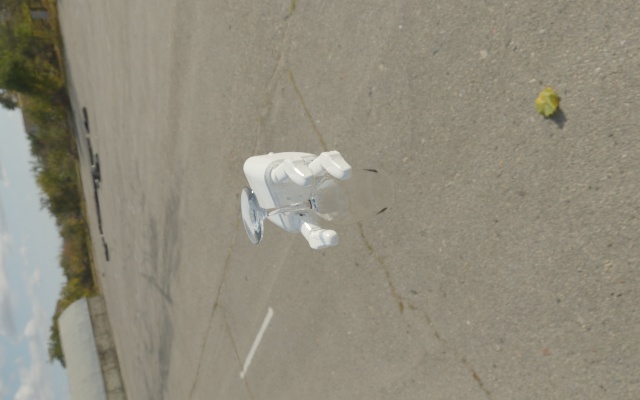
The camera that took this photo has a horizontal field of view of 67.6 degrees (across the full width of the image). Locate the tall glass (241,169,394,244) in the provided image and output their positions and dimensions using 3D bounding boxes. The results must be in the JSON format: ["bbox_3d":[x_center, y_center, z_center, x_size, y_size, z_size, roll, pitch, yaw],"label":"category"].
[{"bbox_3d":[0.000,0.002,0.644,0.201,0.079,0.079,-11,5,-26],"label":"tall glass"}]
